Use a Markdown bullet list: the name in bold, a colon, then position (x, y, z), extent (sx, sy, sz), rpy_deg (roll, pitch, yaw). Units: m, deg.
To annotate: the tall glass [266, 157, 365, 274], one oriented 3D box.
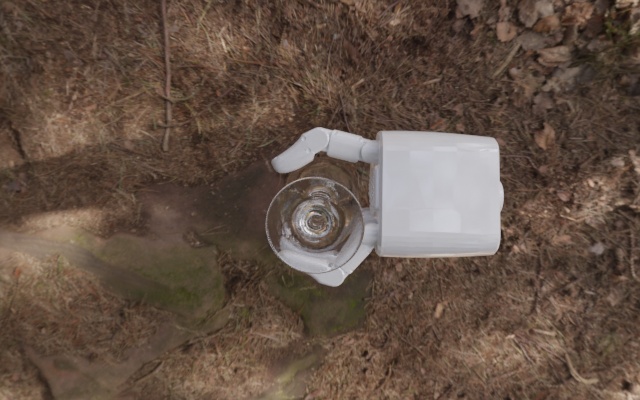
- **tall glass**: position (0.000, 0.002, 0.452), extent (0.079, 0.079, 0.201), rpy_deg (0, 10, 2)
